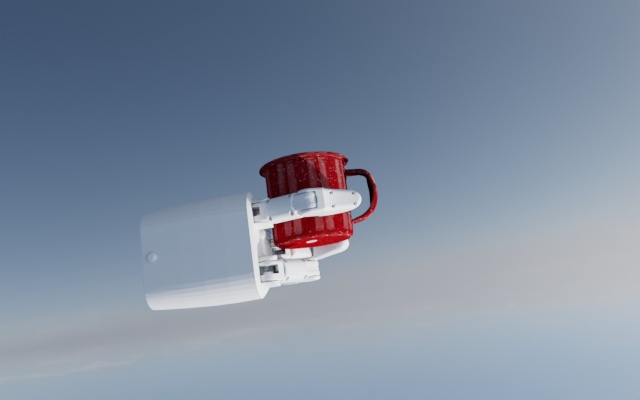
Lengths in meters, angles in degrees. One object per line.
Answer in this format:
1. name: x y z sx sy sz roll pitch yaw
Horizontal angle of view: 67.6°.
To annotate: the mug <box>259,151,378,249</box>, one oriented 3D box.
1. mug: 0.002 0.002 0.486 0.117 0.081 0.093 -9 -12 4
